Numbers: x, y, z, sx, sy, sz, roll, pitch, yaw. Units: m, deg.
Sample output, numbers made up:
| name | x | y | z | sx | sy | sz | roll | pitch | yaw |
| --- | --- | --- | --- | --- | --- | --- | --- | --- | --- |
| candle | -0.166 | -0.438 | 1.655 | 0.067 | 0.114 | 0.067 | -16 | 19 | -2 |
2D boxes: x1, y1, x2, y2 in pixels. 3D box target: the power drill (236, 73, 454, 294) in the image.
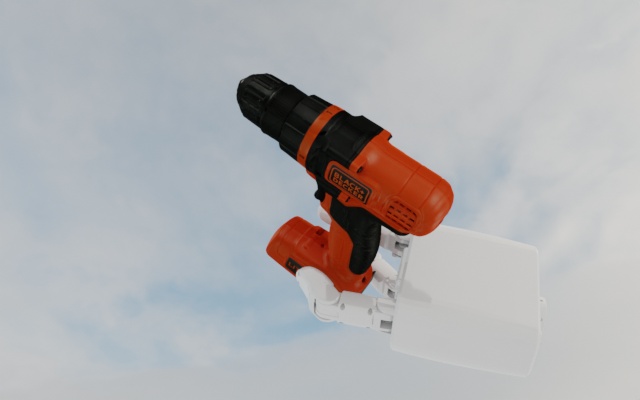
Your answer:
| name | x | y | z | sx | sy | sz | roll | pitch | yaw |
| --- | --- | --- | --- | --- | --- | --- | --- | --- | --- |
| power drill | 0.000 | 0.002 | 0.406 | 0.184 | 0.057 | 0.188 | 36 | -34 | 14 |
